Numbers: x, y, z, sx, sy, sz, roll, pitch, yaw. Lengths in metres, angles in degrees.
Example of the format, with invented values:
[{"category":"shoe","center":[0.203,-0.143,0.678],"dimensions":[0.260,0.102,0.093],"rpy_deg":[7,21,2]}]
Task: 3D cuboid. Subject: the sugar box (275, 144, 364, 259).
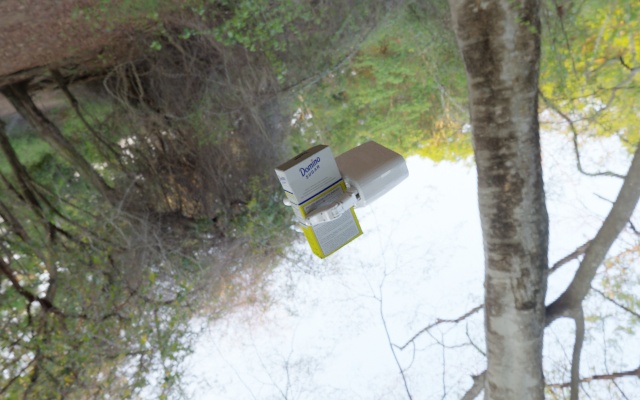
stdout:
[{"category":"sugar box","center":[0.000,0.003,0.811],"dimensions":[0.093,0.176,0.048],"rpy_deg":[-31,22,-20]}]
